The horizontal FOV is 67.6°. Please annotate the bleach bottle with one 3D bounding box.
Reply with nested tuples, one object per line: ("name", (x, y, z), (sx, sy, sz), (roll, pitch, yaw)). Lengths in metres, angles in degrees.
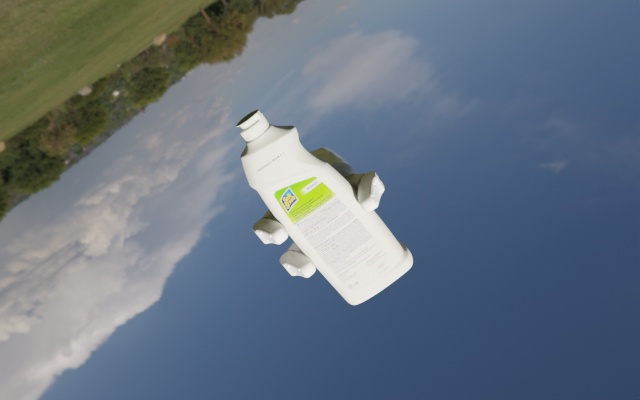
("bleach bottle", (0.000, 0.002, 0.543), (0.102, 0.251, 0.068), (-36, 22, 2))
